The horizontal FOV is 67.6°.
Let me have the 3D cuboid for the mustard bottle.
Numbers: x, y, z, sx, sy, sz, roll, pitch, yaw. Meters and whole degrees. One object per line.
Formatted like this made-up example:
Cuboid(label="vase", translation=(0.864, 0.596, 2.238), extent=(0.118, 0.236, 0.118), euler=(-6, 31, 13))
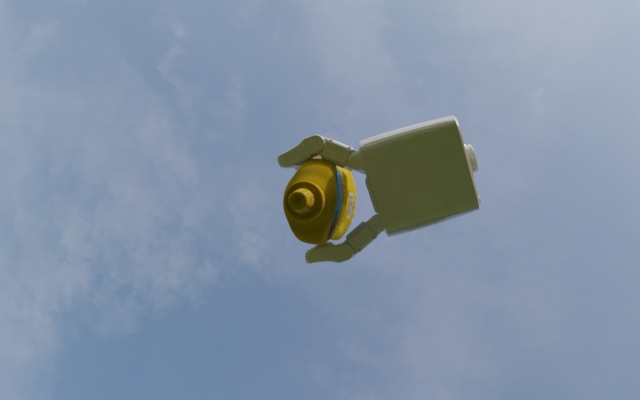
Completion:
Cuboid(label="mustard bottle", translation=(0.000, 0.002, 0.551), extent=(0.058, 0.096, 0.191), euler=(9, 1, 12))
